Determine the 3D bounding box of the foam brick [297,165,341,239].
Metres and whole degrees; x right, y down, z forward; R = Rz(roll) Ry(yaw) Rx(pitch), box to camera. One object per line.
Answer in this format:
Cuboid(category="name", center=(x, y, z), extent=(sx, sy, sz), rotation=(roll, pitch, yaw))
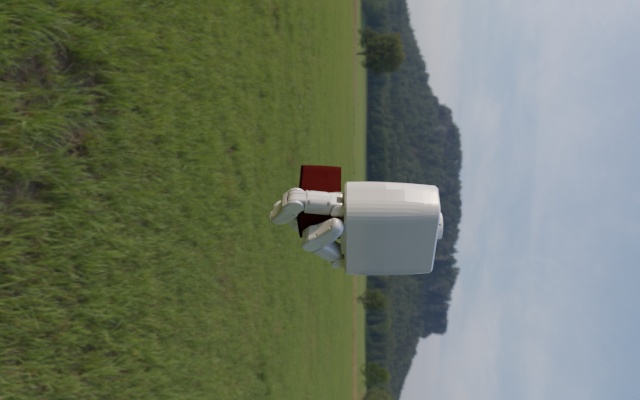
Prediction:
Cuboid(category="foam brick", center=(0.000, 0.002, 0.591), extent=(0.051, 0.078, 0.053), rotation=(0, -37, 4))
